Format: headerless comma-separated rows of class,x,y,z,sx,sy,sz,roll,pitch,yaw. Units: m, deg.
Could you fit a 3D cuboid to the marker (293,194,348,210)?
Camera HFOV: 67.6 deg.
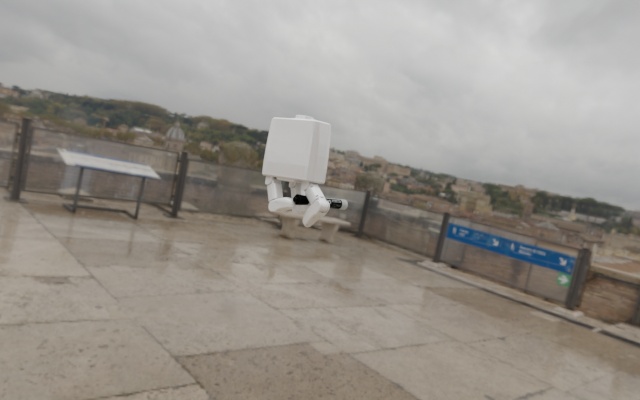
marker,0.000,0.003,0.845,0.121,0.020,0.020,7,-4,-42
